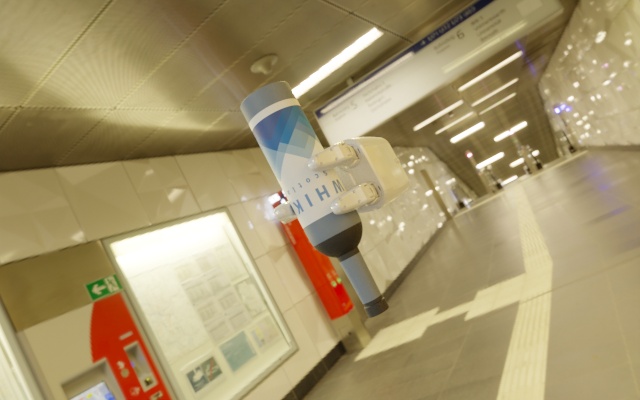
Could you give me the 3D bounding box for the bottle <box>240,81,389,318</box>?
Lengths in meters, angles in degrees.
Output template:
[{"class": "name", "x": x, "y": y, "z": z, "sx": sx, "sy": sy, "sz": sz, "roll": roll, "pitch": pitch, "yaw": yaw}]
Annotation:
[{"class": "bottle", "x": 0.000, "y": 0.002, "z": 0.572, "sx": 0.069, "sy": 0.295, "sz": 0.069, "roll": -28, "pitch": -5, "yaw": -3}]
